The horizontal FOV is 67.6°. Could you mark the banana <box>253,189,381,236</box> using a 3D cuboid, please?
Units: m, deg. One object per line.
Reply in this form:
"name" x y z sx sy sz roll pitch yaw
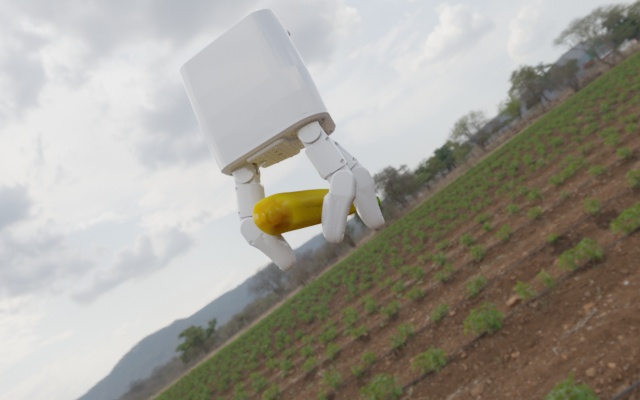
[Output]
"banana" -0.014 0.006 0.443 0.069 0.037 0.198 -19 -4 30
